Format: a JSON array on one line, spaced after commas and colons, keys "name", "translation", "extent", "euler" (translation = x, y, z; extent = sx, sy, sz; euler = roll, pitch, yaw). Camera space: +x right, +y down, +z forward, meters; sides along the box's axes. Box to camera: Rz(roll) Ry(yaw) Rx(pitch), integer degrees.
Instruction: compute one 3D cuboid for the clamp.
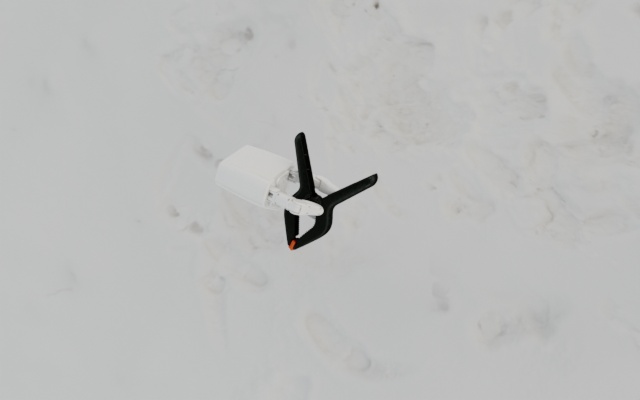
[{"name": "clamp", "translation": [-0.001, 0.003, 0.853], "extent": [0.164, 0.210, 0.036], "euler": [24, 18, 16]}]
